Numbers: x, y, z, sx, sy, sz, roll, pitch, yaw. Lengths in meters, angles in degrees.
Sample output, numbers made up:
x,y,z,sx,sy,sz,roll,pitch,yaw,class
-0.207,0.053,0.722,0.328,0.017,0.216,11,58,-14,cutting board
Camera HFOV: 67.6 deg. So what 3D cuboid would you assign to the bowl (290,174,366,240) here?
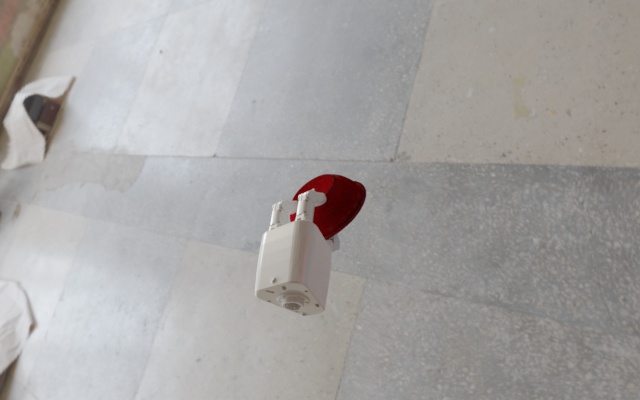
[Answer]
x,y,z,sx,sy,sz,roll,pitch,yaw,class
0.000,0.002,0.861,0.162,0.055,0.162,-29,27,17,bowl
